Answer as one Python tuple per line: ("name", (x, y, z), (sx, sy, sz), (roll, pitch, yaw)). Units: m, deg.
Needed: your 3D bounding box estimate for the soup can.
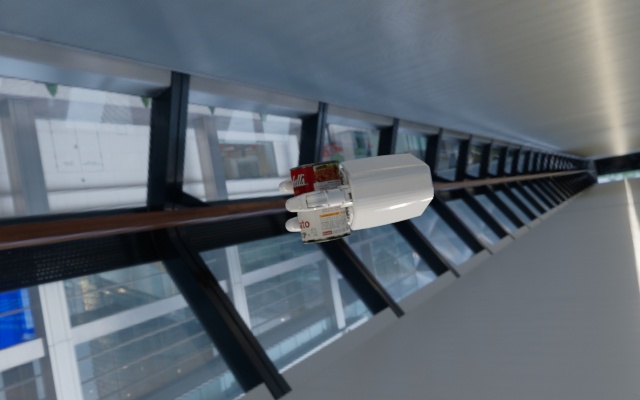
("soup can", (0.000, 0.002, 0.646), (0.068, 0.102, 0.068), (-10, -1, 0))
